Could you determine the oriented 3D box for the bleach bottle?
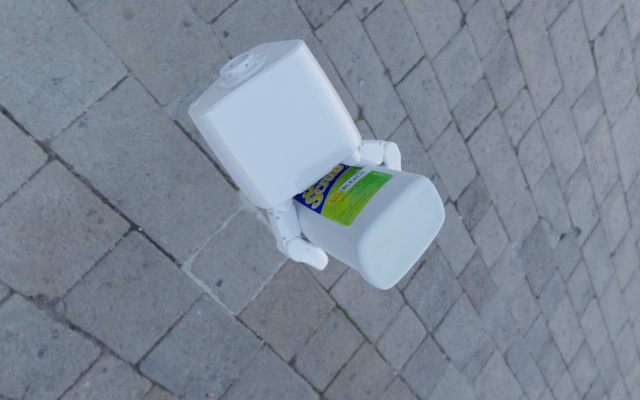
[{"bbox_3d":[0.000,0.002,0.493,0.102,0.068,0.251,-45,33,-19],"label":"bleach bottle"}]
